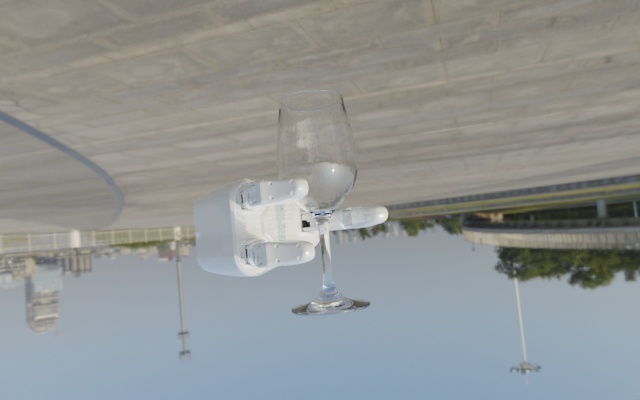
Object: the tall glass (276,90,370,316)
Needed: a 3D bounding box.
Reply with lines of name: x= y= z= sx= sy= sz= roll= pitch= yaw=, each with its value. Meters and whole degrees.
tall glass: x=0.000 y=0.002 z=0.453 sx=0.079 sy=0.201 sz=0.079 roll=-5 pitch=-4 yaw=0
